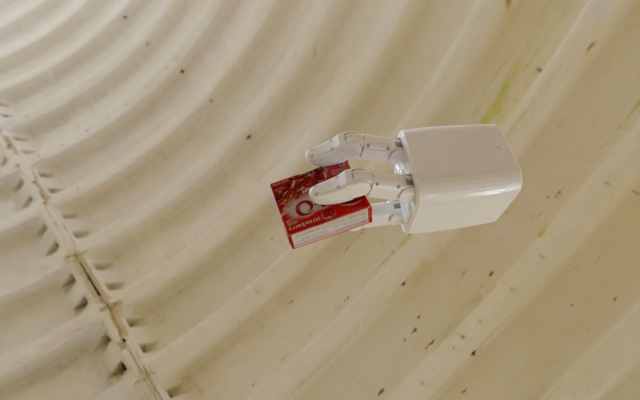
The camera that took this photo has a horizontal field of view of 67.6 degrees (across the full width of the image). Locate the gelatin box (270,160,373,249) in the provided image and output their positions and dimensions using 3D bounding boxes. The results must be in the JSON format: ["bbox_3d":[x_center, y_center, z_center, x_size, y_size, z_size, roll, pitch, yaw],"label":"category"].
[{"bbox_3d":[0.000,0.002,0.495,0.089,0.073,0.030,-19,-39,-5],"label":"gelatin box"}]
